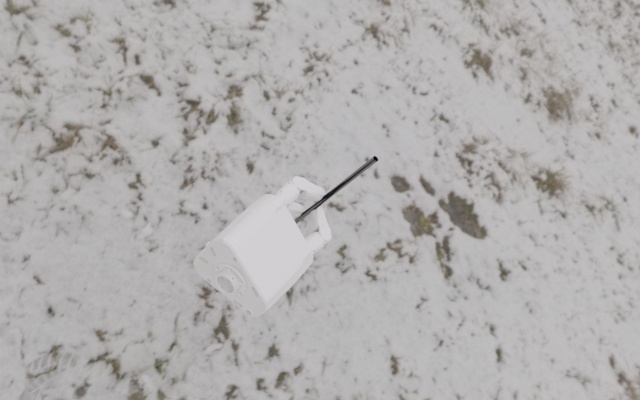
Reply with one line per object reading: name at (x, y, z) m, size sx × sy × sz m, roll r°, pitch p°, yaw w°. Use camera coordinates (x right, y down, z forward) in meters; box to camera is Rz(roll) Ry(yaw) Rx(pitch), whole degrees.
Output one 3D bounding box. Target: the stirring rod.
stirring rod at (0.000, 0.002, 0.679) m, size 0.011 × 0.011 × 0.240 m, roll 0°, pitch -27°, yaw -40°
